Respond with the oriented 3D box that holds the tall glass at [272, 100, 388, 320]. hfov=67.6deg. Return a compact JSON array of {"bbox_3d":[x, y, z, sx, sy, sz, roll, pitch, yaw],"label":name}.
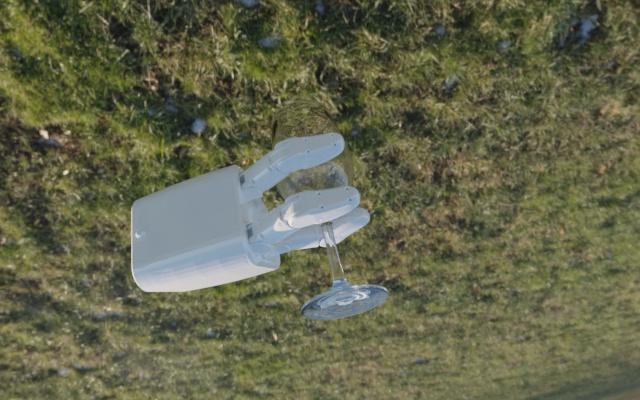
[{"bbox_3d":[0.000,0.002,0.442,0.079,0.201,0.079,-10,-30,-6],"label":"tall glass"}]
